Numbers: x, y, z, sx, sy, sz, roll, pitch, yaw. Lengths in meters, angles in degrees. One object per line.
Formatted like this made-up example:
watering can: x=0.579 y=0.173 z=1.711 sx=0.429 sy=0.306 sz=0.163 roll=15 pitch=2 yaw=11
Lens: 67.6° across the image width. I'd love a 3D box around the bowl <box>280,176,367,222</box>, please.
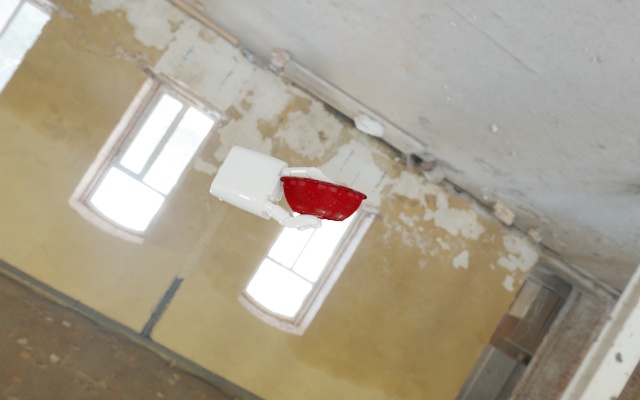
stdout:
bowl: x=0.001 y=0.003 z=0.855 sx=0.162 sy=0.055 sz=0.162 roll=12 pitch=-6 yaw=1
